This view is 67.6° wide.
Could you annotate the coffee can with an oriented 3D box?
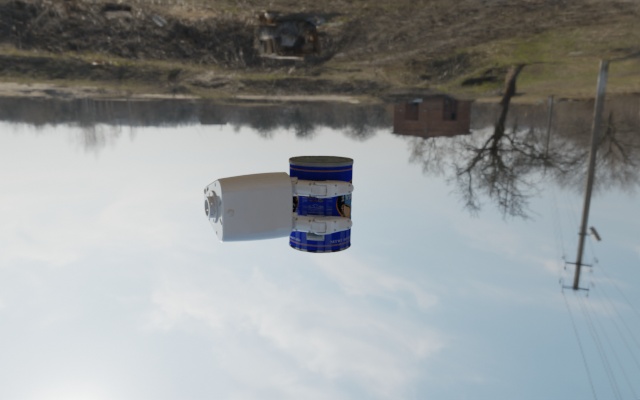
[{"bbox_3d":[0.000,0.002,0.765,0.103,0.140,0.103,1,11,0],"label":"coffee can"}]
